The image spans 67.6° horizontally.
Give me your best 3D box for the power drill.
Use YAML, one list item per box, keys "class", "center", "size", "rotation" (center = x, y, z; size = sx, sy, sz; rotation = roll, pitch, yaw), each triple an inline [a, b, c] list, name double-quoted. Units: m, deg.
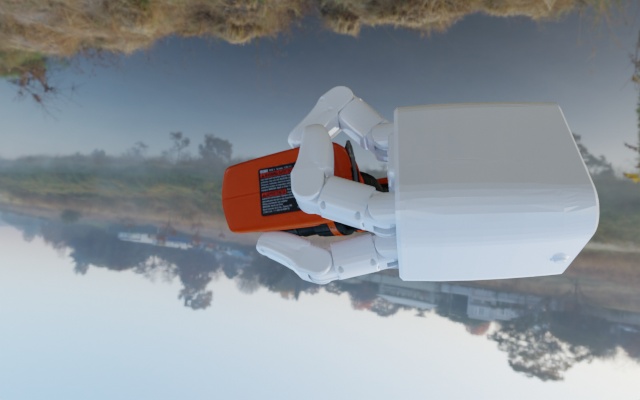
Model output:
- class: "power drill"
  center: [0.000, 0.001, 0.422]
  size: [0.184, 0.057, 0.187]
  rotation: [-12, -9, 26]
